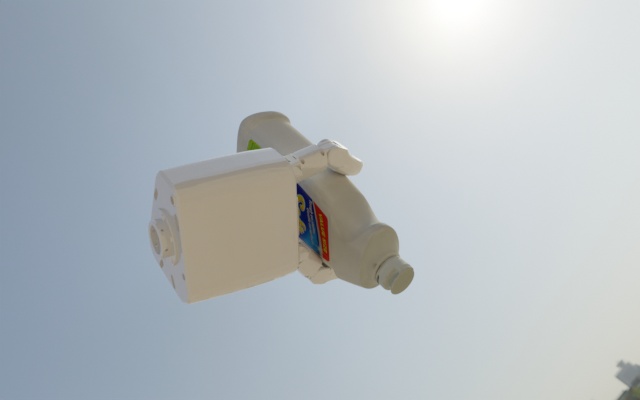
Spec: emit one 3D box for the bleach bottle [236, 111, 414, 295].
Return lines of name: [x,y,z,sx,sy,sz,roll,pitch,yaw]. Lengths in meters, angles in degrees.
bleach bottle: [0.000,0.002,0.492,0.068,0.103,0.250,-15,39,-34]
